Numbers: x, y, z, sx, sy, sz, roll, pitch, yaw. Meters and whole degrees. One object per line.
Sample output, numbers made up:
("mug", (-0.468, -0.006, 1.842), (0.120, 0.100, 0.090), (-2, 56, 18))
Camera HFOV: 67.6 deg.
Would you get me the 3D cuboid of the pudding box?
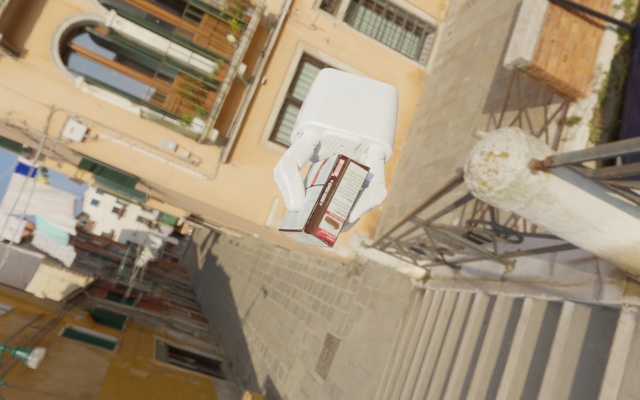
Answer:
("pudding box", (0.000, 0.002, 0.509), (0.039, 0.090, 0.113), (27, -10, -13))
